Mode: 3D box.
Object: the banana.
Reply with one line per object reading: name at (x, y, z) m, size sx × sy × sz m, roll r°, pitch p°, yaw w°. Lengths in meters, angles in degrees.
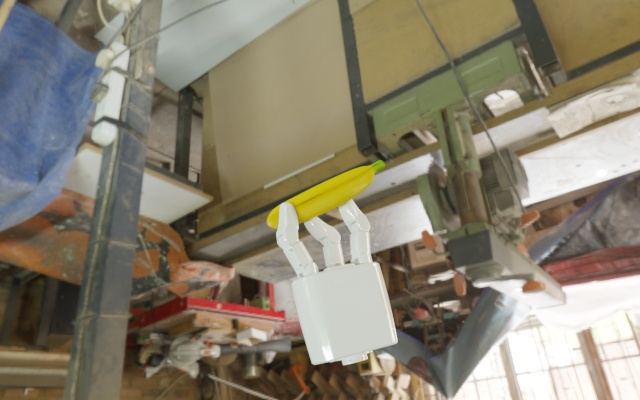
banana at (-0.005, 0.002, 0.646) m, size 0.198 × 0.037 × 0.069 m, roll -25°, pitch -6°, yaw 24°
